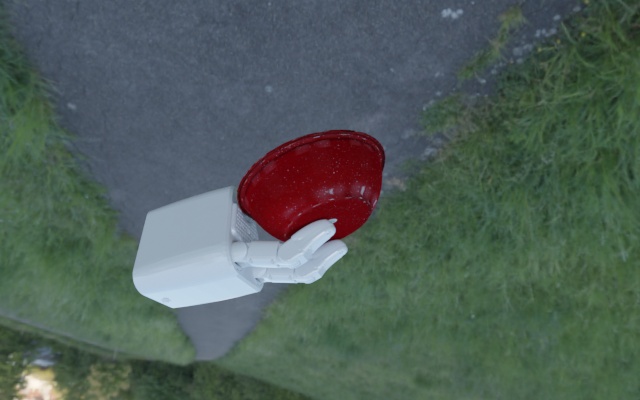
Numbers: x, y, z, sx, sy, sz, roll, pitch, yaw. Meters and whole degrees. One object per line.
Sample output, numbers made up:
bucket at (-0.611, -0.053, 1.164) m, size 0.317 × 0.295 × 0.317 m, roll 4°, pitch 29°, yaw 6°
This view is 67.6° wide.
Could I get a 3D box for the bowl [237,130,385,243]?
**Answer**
bowl at (0.001, 0.001, 0.486) m, size 0.162 × 0.055 × 0.162 m, roll -16°, pitch -30°, yaw -9°
